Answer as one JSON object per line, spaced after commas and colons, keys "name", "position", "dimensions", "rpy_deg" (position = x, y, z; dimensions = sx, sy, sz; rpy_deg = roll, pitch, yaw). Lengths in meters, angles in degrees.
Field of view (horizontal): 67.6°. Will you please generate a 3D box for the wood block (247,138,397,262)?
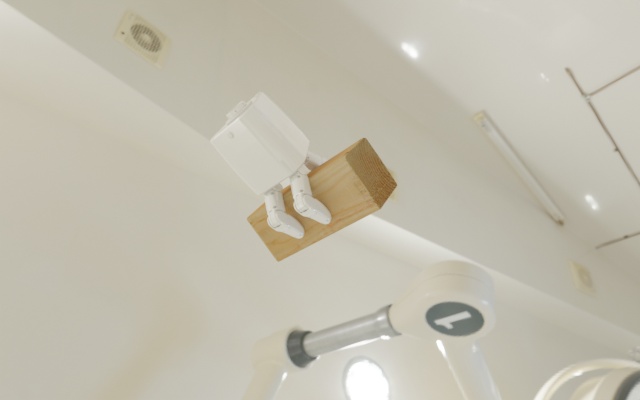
{"name": "wood block", "position": [0.000, 0.002, 0.728], "dimensions": [0.206, 0.090, 0.090], "rpy_deg": [-30, 10, 34]}
